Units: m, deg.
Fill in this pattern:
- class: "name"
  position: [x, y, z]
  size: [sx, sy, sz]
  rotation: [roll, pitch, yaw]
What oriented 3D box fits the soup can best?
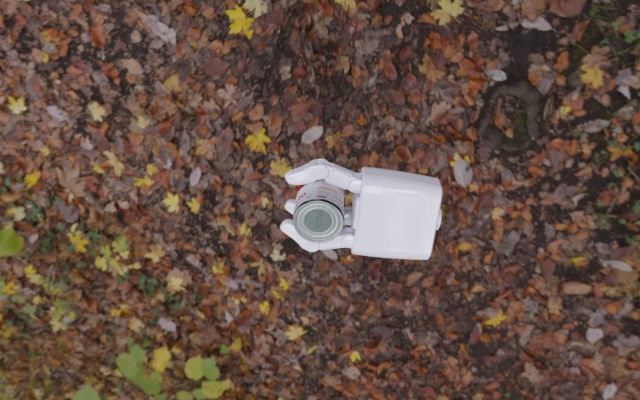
- class: "soup can"
  position: [0.000, 0.002, 0.645]
  size: [0.068, 0.068, 0.102]
  rotation: [0, 31, 3]
